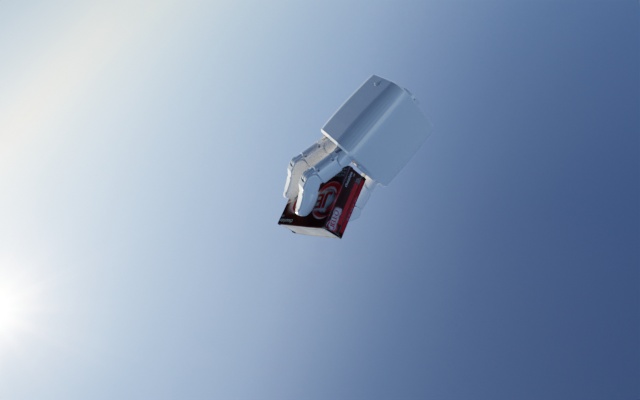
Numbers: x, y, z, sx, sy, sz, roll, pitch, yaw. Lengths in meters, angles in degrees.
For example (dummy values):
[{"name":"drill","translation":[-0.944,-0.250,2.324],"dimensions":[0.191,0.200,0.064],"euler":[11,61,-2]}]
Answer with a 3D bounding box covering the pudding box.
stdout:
[{"name":"pudding box","translation":[0.000,0.002,0.645],"dimensions":[0.039,0.090,0.113],"euler":[34,-19,-29]}]
